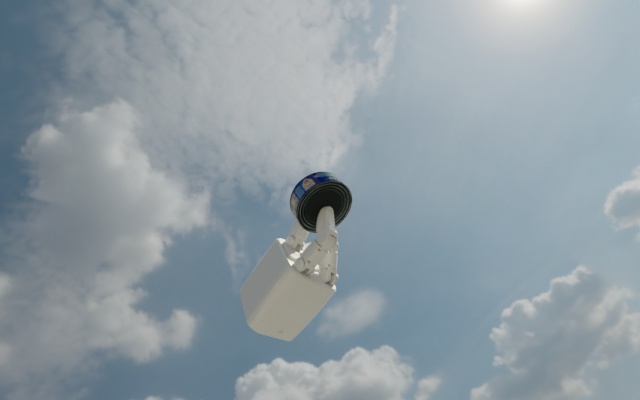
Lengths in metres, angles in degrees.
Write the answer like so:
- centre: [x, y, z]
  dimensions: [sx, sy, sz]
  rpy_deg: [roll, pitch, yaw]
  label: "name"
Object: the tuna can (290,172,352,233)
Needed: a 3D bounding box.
- centre: [0.000, 0.002, 0.684]
  dimensions: [0.086, 0.086, 0.033]
  rpy_deg: [0, 31, -29]
  label: "tuna can"
